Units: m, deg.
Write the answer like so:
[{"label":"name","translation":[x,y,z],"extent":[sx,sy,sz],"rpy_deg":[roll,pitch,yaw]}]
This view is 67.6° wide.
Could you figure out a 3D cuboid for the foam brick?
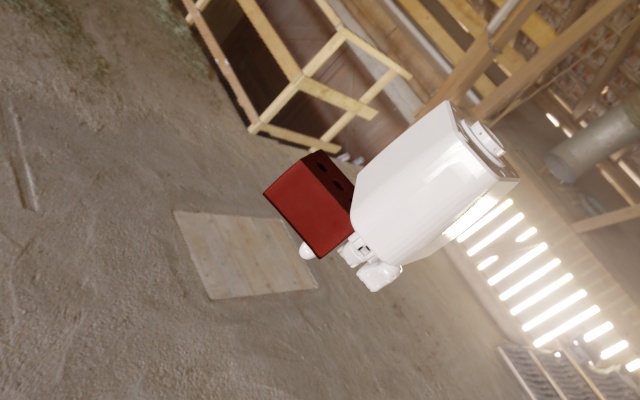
[{"label":"foam brick","translation":[0.000,0.001,0.424],"extent":[0.051,0.078,0.053],"rpy_deg":[-43,-3,27]}]
